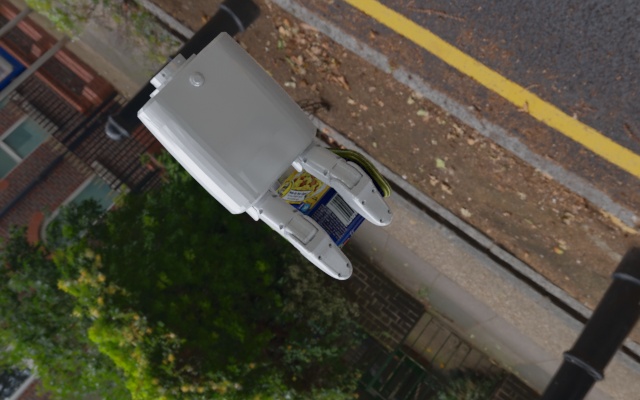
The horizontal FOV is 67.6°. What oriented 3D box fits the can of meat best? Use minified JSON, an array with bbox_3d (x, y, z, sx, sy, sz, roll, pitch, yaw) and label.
[{"bbox_3d":[0.000,0.002,0.432,0.057,0.084,0.102,48,-15,-26],"label":"can of meat"}]
